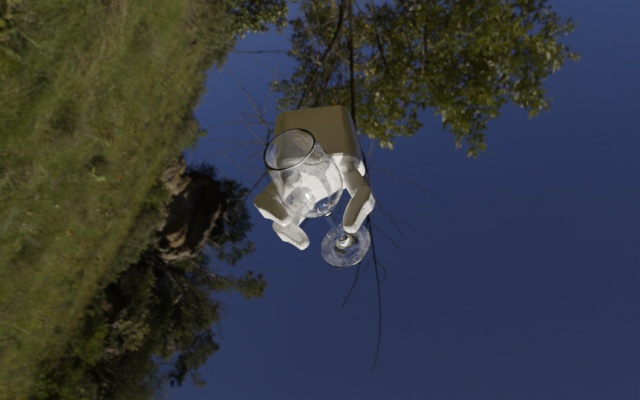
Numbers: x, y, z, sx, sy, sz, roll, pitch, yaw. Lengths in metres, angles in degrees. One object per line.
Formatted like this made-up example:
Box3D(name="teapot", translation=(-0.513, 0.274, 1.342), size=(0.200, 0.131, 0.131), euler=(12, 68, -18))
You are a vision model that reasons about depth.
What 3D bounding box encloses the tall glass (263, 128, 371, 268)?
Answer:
Box3D(name="tall glass", translation=(0.000, 0.002, 0.593), size=(0.079, 0.079, 0.201), euler=(0, -36, 26))
